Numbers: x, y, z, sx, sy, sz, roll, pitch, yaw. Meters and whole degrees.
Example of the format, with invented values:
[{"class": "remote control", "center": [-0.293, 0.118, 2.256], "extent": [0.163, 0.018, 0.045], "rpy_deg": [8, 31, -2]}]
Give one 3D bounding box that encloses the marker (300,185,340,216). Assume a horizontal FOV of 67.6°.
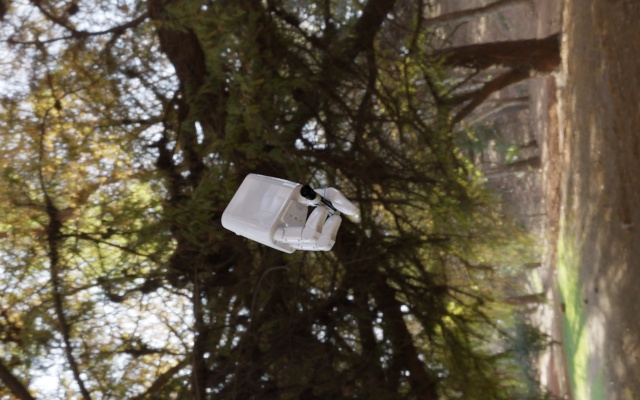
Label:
[{"class": "marker", "center": [0.000, 0.002, 0.733], "extent": [0.020, 0.020, 0.121], "rpy_deg": [0, -17, 25]}]
